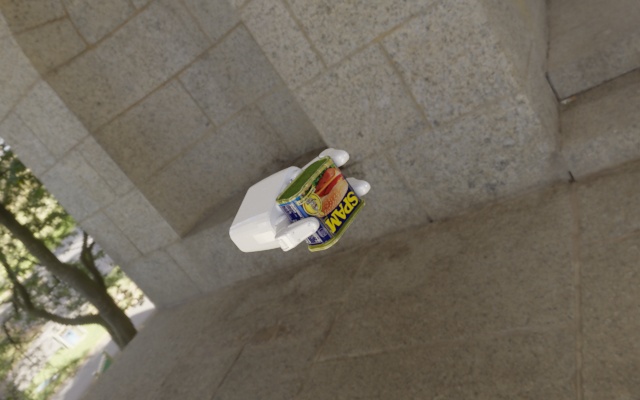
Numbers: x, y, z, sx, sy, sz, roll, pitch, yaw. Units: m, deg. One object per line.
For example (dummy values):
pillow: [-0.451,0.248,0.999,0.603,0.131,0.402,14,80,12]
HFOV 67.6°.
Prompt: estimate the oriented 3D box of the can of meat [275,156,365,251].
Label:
can of meat: [0.000,0.002,0.638,0.057,0.084,0.102,-15,27,50]
